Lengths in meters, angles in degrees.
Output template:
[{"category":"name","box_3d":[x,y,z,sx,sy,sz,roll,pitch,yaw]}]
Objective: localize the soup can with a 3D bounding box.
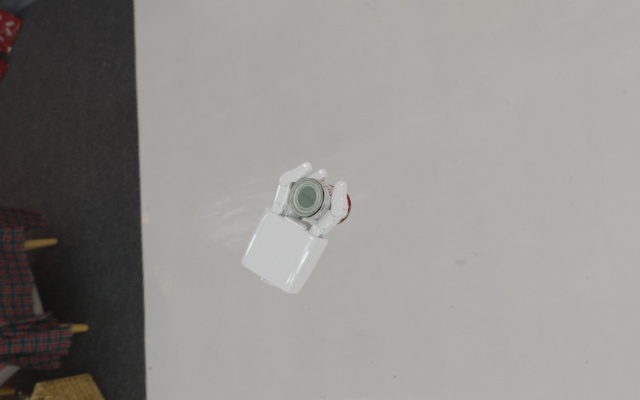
[{"category":"soup can","box_3d":[0.000,0.002,0.813,0.068,0.068,0.102,0,-9,30]}]
